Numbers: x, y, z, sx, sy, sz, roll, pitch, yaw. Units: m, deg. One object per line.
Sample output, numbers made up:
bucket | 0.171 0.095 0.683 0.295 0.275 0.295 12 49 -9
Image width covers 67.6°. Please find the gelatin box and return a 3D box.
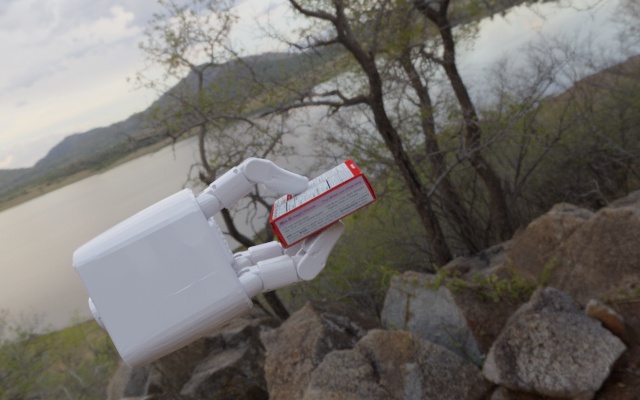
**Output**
gelatin box | 0.000 0.001 0.422 0.089 0.030 0.073 -29 13 3
